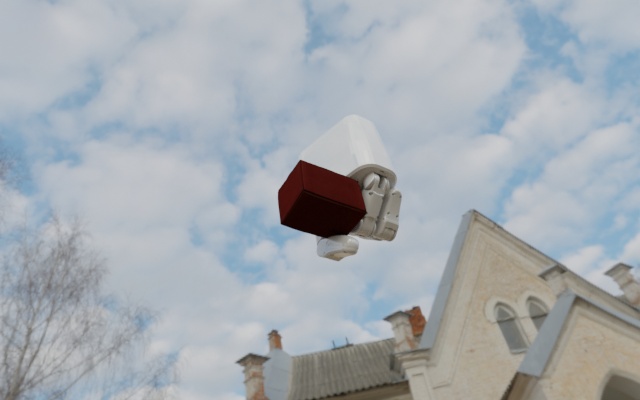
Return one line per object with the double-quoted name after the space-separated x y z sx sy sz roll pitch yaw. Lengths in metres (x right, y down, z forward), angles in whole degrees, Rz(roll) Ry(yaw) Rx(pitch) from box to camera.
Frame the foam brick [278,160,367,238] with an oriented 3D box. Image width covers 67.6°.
0.000 0.002 0.507 0.078 0.051 0.053 19 -52 -27 "foam brick"
